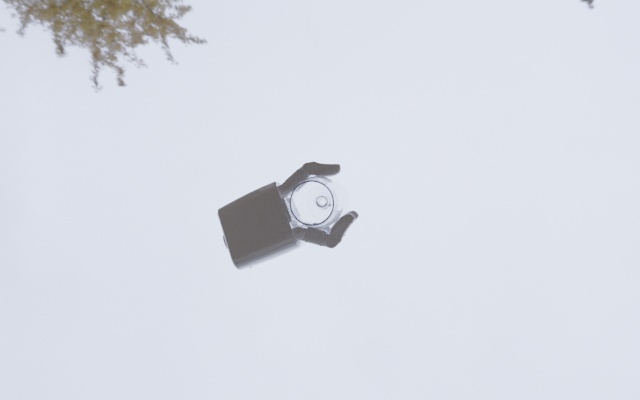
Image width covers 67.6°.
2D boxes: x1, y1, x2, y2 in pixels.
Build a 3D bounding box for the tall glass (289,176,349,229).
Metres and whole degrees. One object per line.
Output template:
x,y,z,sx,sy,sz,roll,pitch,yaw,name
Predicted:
0.000,0.002,0.745,0.079,0.079,0.201,0,0,7,tall glass
